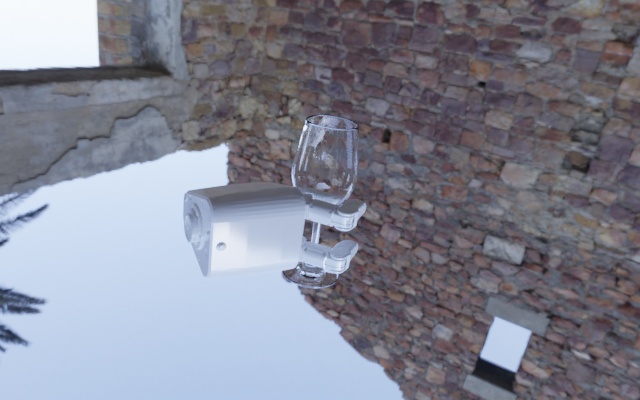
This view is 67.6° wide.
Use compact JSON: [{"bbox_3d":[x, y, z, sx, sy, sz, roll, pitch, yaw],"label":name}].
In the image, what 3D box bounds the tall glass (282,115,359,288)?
[{"bbox_3d":[0.000,0.002,0.580,0.079,0.201,0.079,7,22,-3],"label":"tall glass"}]
